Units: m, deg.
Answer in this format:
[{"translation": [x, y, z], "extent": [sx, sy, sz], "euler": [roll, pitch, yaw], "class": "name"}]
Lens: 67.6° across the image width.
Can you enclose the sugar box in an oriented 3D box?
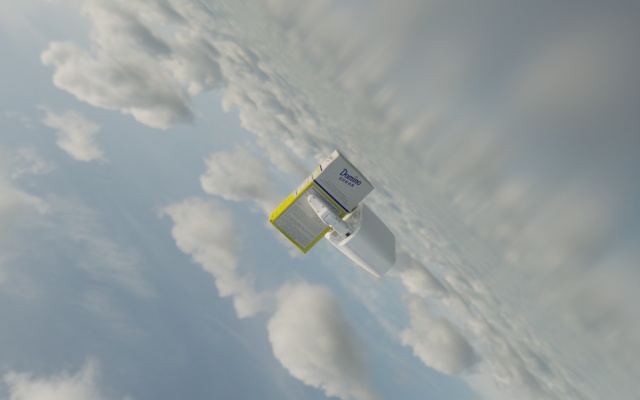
[{"translation": [0.000, 0.003, 0.860], "extent": [0.093, 0.176, 0.048], "euler": [43, 9, -18], "class": "sugar box"}]
